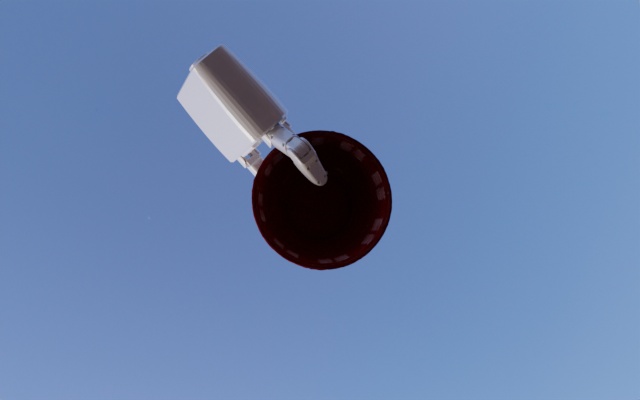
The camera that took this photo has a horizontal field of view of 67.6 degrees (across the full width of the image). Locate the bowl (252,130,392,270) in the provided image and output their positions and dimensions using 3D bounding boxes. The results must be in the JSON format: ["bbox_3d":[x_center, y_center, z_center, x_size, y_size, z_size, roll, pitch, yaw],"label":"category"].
[{"bbox_3d":[0.001,0.003,0.567,0.162,0.162,0.055,0,-10,-7],"label":"bowl"}]
